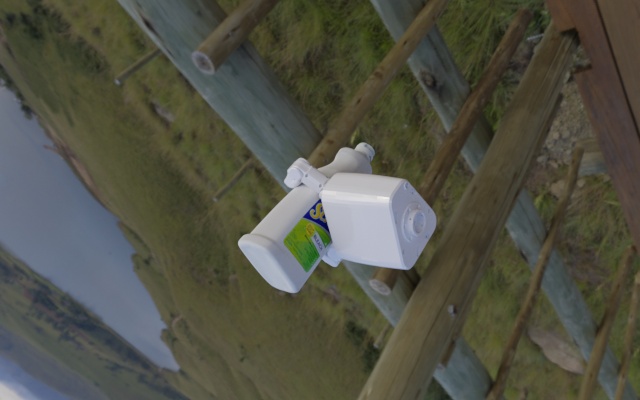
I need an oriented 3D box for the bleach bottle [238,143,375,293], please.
[{"bbox_3d":[0.000,0.002,0.668,0.068,0.103,0.250,6,48,44],"label":"bleach bottle"}]
